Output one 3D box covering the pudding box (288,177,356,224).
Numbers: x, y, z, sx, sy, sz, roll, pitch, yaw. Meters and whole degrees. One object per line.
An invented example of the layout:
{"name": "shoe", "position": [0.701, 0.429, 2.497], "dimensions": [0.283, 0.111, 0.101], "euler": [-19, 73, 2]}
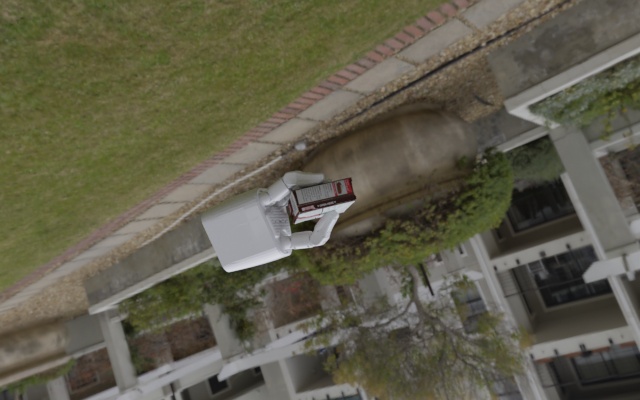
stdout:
{"name": "pudding box", "position": [0.000, 0.003, 0.728], "dimensions": [0.090, 0.039, 0.113], "euler": [-14, -7, -9]}
